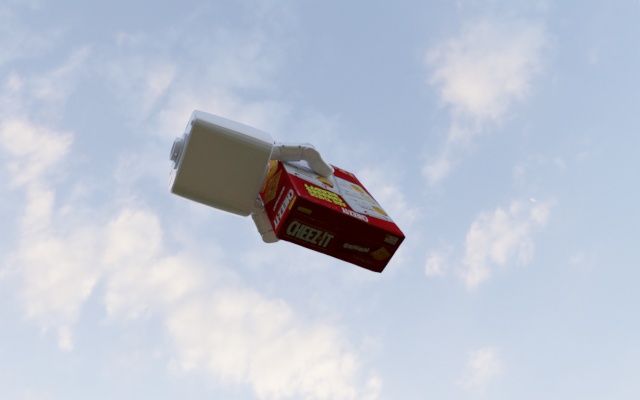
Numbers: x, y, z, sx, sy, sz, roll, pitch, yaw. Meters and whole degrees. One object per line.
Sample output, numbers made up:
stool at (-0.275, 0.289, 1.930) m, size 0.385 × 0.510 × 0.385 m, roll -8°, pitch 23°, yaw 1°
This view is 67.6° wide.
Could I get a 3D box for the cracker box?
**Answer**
cracker box at (0.000, 0.002, 0.681) m, size 0.164 × 0.072 × 0.213 m, roll 21°, pitch 18°, yaw -25°
